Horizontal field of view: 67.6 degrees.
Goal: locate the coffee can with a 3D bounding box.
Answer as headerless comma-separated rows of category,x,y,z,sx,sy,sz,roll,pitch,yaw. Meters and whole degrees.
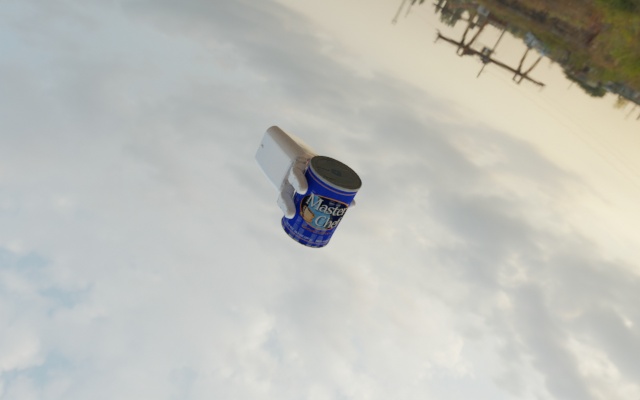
coffee can,0.000,0.003,0.885,0.103,0.140,0.102,22,28,-12
